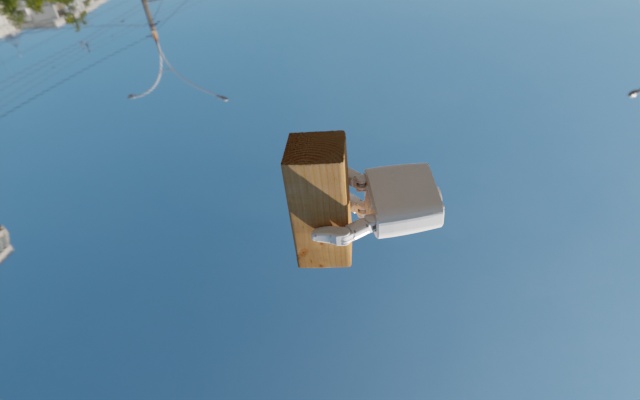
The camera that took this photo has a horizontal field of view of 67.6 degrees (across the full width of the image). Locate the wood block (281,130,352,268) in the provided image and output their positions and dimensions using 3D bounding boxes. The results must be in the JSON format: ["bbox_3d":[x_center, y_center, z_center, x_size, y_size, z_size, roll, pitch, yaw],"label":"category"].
[{"bbox_3d":[0.001,0.003,0.754,0.090,0.206,0.090,-2,38,7],"label":"wood block"}]
